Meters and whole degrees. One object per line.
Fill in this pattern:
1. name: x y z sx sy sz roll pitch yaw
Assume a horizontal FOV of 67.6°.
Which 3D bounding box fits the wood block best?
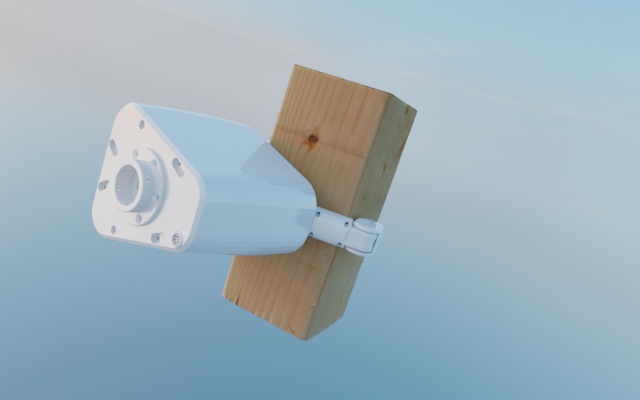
1. wood block: 0.000 0.001 0.421 0.091 0.206 0.090 23 10 22
